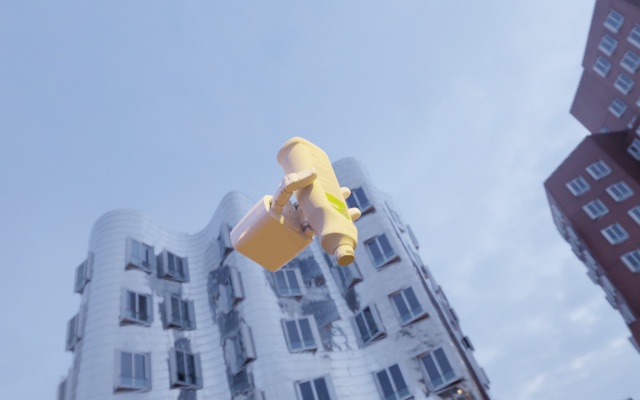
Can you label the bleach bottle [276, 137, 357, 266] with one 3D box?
[{"bbox_3d":[0.000,0.003,0.818,0.102,0.250,0.068,25,-59,-39],"label":"bleach bottle"}]
